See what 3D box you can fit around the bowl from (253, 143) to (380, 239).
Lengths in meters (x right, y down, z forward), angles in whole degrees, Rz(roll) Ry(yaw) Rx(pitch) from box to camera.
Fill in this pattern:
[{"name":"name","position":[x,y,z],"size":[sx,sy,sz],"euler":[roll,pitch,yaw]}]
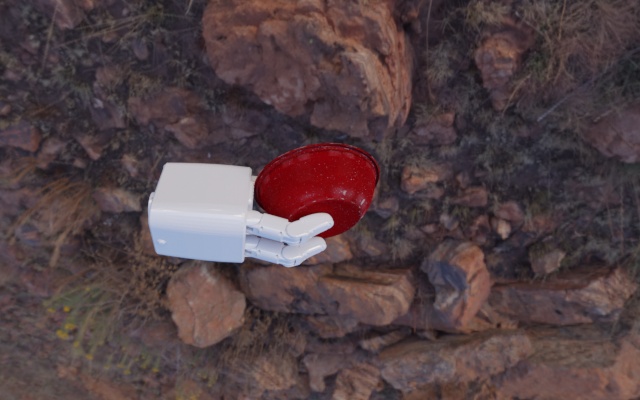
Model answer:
[{"name":"bowl","position":[0.001,0.002,0.589],"size":[0.162,0.055,0.162],"euler":[-8,-33,-6]}]
